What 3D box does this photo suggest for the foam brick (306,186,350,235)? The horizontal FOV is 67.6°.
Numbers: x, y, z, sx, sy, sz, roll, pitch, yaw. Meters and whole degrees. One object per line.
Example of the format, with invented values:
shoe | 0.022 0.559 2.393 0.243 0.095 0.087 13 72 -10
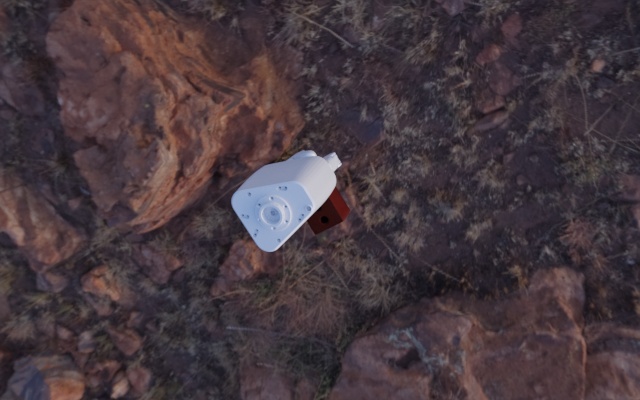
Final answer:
foam brick | 0.000 0.003 0.724 0.053 0.078 0.051 -27 11 22
